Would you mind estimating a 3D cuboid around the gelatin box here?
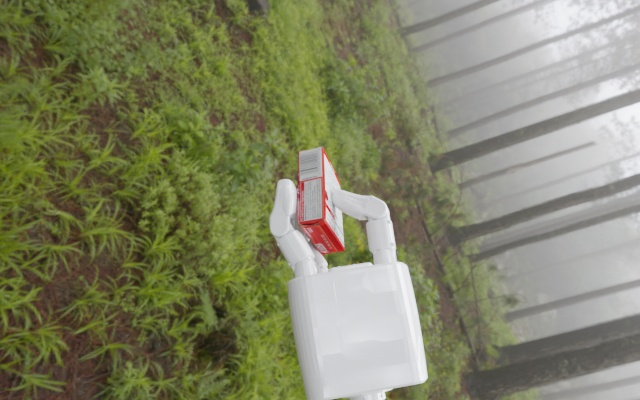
[{"bbox_3d":[0.001,0.001,0.495,0.030,0.089,0.073,-9,-31,14],"label":"gelatin box"}]
